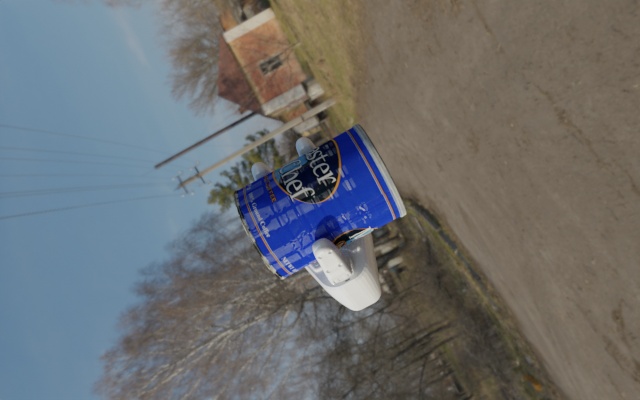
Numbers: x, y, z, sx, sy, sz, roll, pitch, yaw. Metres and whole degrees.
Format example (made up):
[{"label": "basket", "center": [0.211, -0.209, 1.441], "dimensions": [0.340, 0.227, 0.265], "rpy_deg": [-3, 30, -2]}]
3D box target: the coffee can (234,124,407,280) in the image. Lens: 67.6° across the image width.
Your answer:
[{"label": "coffee can", "center": [0.000, 0.001, 0.480], "dimensions": [0.140, 0.103, 0.103], "rpy_deg": [-28, -2, 3]}]
